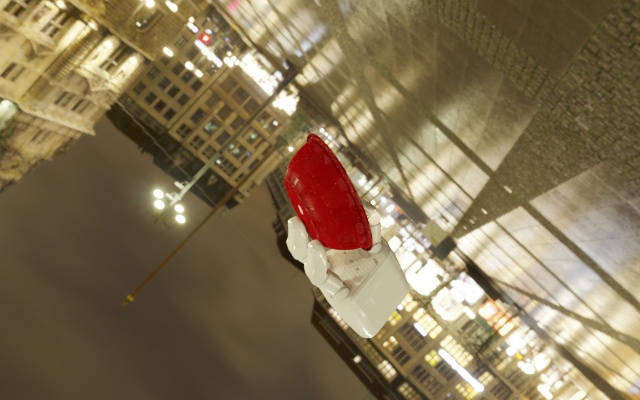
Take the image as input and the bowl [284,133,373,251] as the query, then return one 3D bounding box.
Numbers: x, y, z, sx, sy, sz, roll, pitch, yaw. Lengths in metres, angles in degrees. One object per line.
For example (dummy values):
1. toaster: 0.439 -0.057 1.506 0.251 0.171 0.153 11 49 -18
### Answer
1. bowl: -0.001 0.001 0.585 0.055 0.162 0.162 -27 5 -10
